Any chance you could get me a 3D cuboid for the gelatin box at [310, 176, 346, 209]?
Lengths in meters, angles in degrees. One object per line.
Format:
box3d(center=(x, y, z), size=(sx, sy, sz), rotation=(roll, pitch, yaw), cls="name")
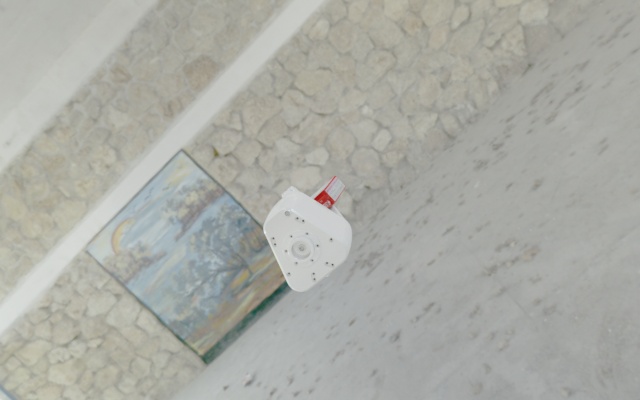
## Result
box3d(center=(0.000, 0.002, 0.791), size=(0.073, 0.030, 0.089), rotation=(-42, 5, 23), cls="gelatin box")
